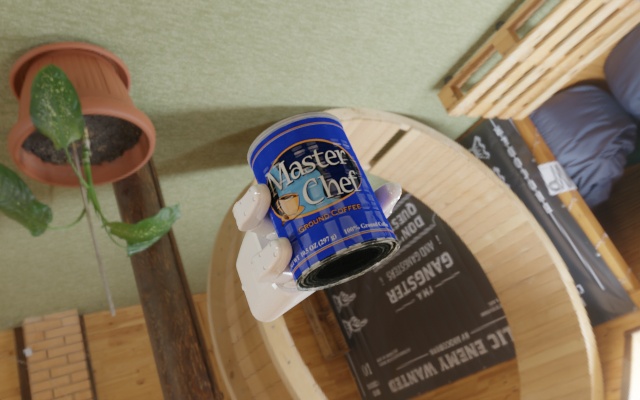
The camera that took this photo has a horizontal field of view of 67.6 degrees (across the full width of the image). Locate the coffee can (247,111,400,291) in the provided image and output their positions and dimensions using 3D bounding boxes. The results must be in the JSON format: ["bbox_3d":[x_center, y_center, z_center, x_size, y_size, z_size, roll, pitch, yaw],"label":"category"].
[{"bbox_3d":[0.000,0.001,0.459,0.103,0.140,0.103,-20,-22,-9],"label":"coffee can"}]
